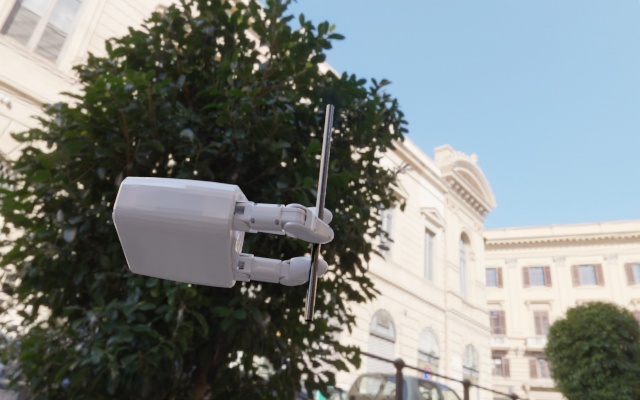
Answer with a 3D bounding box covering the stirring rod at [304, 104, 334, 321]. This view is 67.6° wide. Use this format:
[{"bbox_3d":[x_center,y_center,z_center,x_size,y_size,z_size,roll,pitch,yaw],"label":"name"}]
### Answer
[{"bbox_3d":[0.000,0.002,0.487,0.011,0.239,0.011,5,-26,2],"label":"stirring rod"}]
